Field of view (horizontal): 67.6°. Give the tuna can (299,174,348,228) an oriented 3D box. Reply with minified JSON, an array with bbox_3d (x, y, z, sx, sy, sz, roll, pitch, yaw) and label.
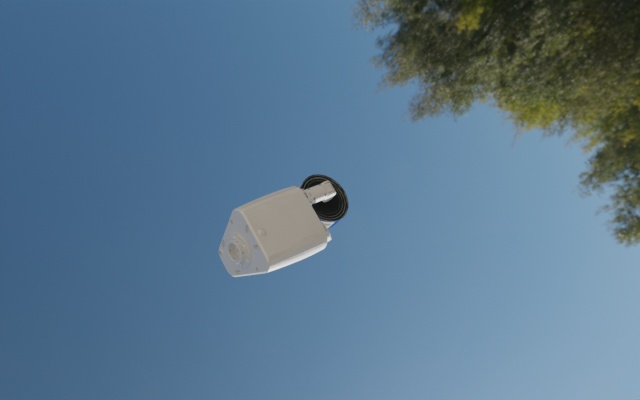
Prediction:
[{"bbox_3d":[0.000,0.003,0.769,0.086,0.086,0.034,0,-29,-32],"label":"tuna can"}]
